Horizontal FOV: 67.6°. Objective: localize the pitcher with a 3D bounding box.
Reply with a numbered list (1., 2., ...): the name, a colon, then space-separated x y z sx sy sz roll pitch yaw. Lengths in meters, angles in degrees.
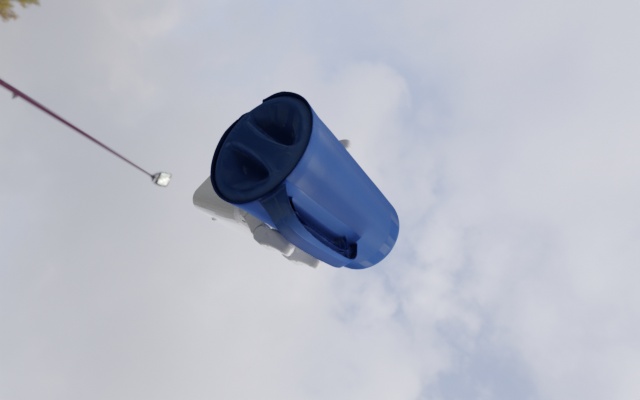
1. pitcher: 0.000 0.002 0.562 0.145 0.149 0.243 10 -20 41
